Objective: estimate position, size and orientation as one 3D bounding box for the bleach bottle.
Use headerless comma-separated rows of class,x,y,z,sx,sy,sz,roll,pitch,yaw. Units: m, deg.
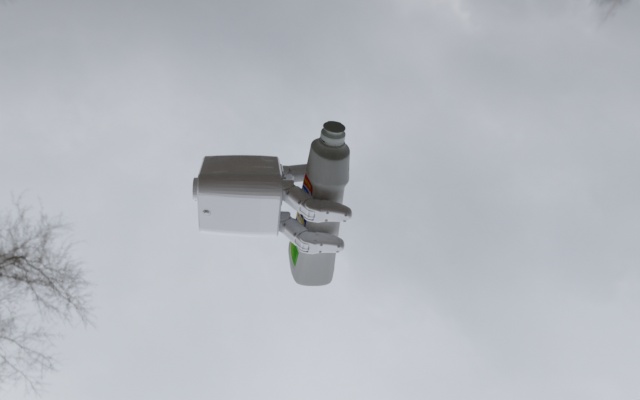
bleach bottle,0.000,0.002,0.663,0.068,0.251,0.102,1,39,-10
